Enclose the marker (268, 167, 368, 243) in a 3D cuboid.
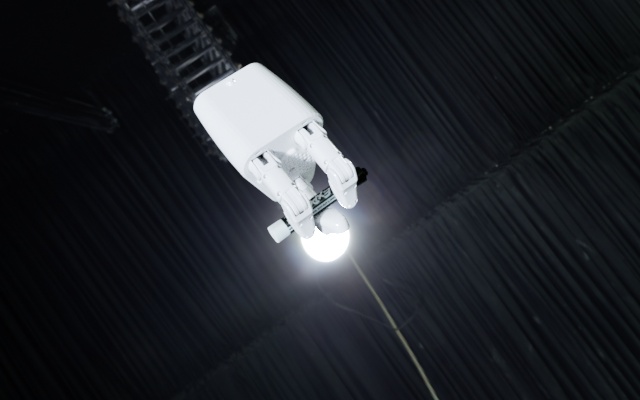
[{"bbox_3d":[0.000,0.002,0.492,0.121,0.020,0.020,-35,10,-15],"label":"marker"}]
